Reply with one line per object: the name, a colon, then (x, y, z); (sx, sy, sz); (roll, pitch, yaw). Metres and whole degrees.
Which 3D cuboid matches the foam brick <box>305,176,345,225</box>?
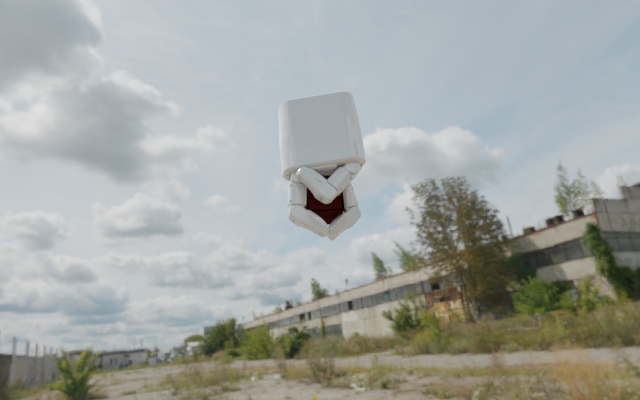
foam brick: (0.000, 0.002, 0.687); (0.053, 0.051, 0.078); (-3, -17, -12)
